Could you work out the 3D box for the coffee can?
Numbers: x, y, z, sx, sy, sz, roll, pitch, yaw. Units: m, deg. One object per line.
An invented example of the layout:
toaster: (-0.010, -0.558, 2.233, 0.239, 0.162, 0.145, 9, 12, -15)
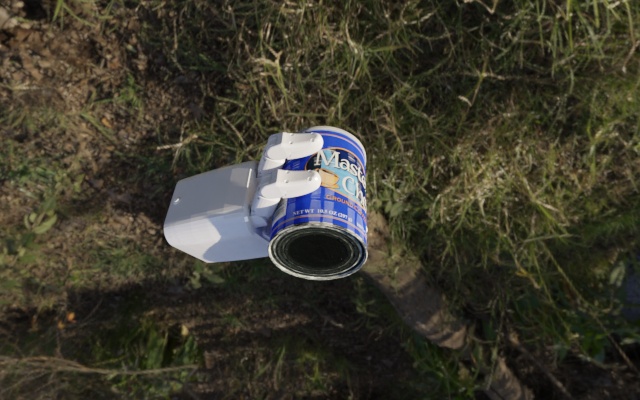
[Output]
coffee can: (0.000, 0.002, 0.531, 0.103, 0.140, 0.103, 2, -40, 2)
